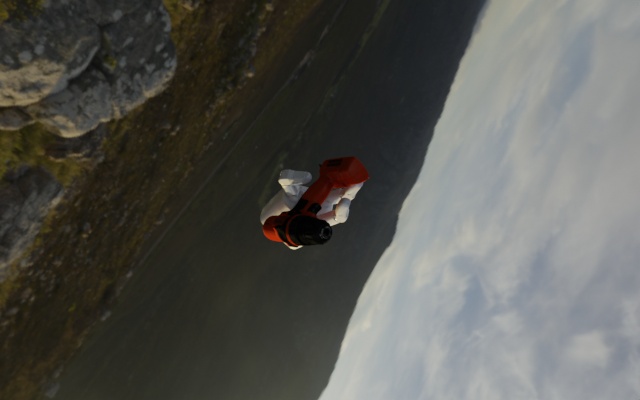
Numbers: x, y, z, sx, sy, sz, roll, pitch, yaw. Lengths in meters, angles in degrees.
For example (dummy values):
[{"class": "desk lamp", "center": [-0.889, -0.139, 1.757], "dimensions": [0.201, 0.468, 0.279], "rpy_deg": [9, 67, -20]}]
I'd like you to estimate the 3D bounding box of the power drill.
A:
[{"class": "power drill", "center": [0.000, 0.002, 0.825], "dimensions": [0.187, 0.057, 0.184], "rpy_deg": [-47, 25, -25]}]
